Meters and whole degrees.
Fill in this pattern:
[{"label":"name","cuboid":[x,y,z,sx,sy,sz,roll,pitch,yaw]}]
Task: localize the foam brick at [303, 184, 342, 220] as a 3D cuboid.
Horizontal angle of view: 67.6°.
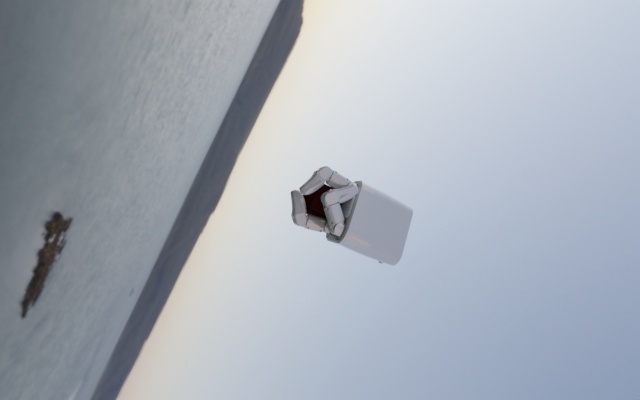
[{"label":"foam brick","cuboid":[0.000,0.003,0.812,0.051,0.053,0.078,25,-6,-14]}]
